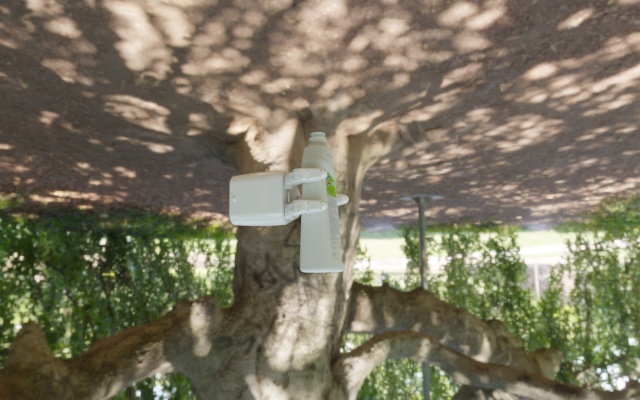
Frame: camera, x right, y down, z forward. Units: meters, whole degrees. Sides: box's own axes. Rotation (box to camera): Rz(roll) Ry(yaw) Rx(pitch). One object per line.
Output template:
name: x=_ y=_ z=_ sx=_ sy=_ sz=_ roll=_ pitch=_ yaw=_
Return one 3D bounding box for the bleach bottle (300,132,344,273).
bleach bottle: x=0.000 y=0.003 z=0.866 sx=0.068 sy=0.250 sz=0.102 roll=-4 pitch=-10 yaw=15
